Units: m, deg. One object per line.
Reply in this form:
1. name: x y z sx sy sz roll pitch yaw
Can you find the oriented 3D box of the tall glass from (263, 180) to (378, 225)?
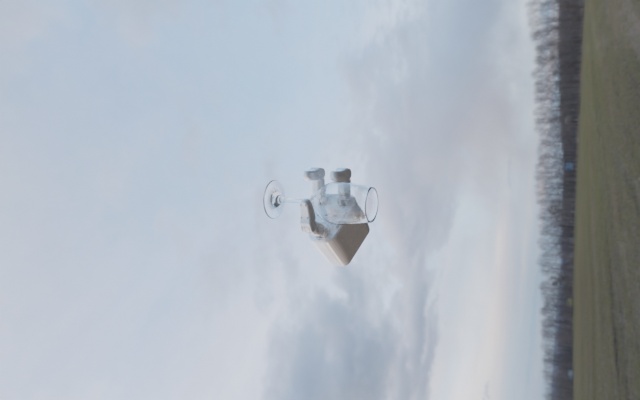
1. tall glass: -0.001 0.003 0.864 0.201 0.079 0.079 3 1 27
